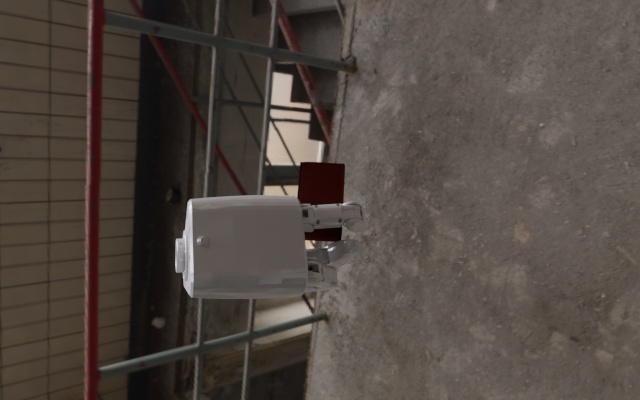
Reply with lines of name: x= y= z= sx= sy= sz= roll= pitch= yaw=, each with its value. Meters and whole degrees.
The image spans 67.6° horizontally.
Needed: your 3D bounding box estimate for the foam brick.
foam brick: x=0.000 y=0.002 z=0.533 sx=0.051 sy=0.078 sz=0.053 roll=3 pitch=-21 yaw=2
